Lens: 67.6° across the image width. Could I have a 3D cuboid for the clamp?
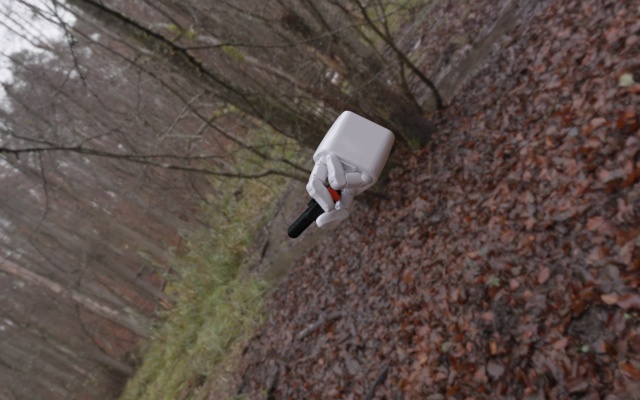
[{"bbox_3d":[0.000,0.003,0.890,0.039,0.120,0.171,35,-31,-11],"label":"clamp"}]
